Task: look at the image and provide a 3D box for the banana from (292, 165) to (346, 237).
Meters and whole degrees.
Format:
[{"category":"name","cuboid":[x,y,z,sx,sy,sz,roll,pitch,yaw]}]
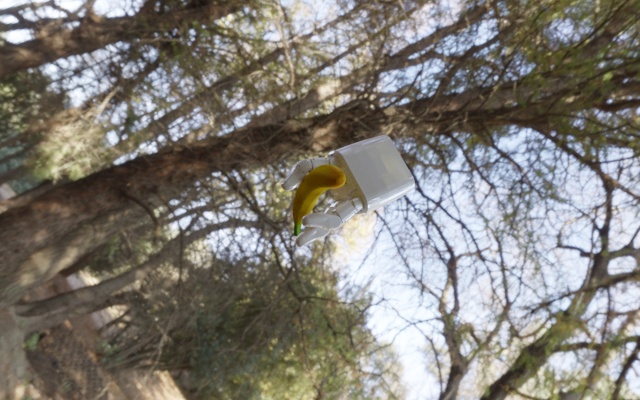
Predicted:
[{"category":"banana","cuboid":[-0.006,-0.013,0.735,0.037,0.069,0.198,-7,-24,-24]}]
